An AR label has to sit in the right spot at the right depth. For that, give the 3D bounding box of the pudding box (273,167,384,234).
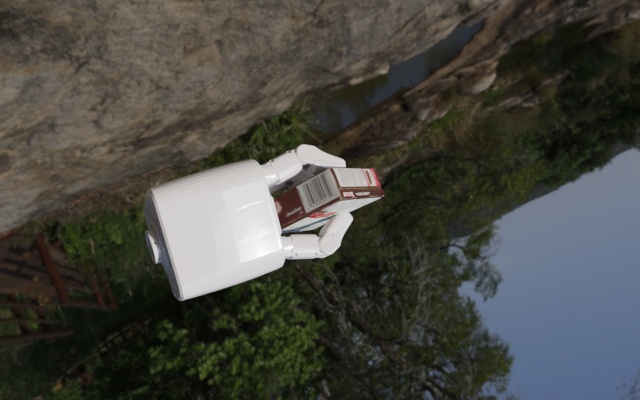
[{"bbox_3d":[0.000,0.002,0.530,0.113,0.039,0.090,-26,-12,34],"label":"pudding box"}]
